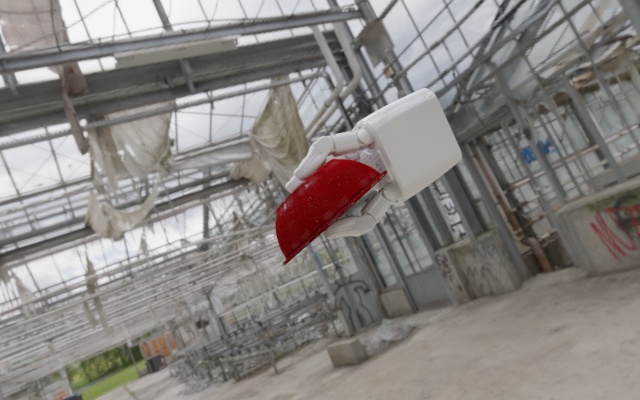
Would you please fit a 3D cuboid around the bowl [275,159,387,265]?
[{"bbox_3d":[-0.001,0.002,0.556,0.162,0.055,0.162,-42,-2,-1],"label":"bowl"}]
